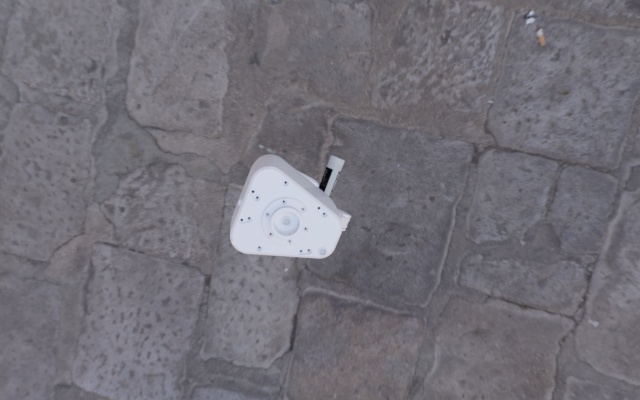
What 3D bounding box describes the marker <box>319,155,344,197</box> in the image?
[{"bbox_3d":[0.000,0.002,0.610,0.020,0.121,0.020,21,7,-3],"label":"marker"}]
